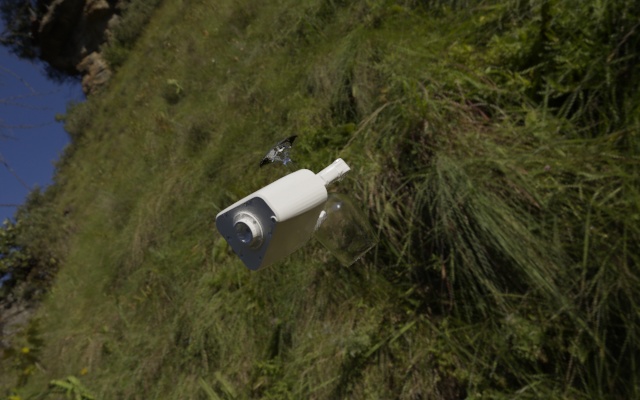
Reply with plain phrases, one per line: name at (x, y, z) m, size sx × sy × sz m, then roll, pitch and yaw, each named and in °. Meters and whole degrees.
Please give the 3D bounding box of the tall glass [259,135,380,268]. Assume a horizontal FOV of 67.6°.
tall glass at (0.000, 0.002, 0.703) m, size 0.079 × 0.201 × 0.079 m, roll -39°, pitch -8°, yaw -6°
